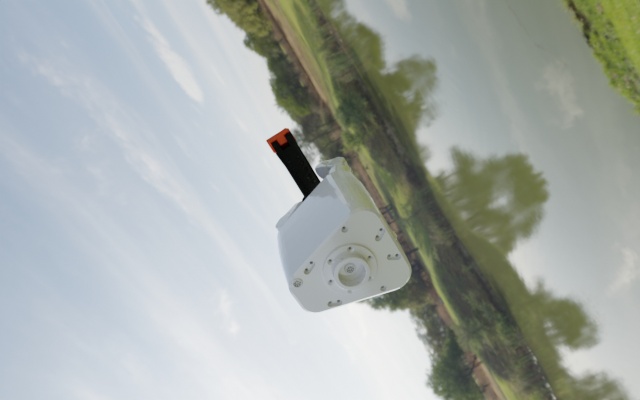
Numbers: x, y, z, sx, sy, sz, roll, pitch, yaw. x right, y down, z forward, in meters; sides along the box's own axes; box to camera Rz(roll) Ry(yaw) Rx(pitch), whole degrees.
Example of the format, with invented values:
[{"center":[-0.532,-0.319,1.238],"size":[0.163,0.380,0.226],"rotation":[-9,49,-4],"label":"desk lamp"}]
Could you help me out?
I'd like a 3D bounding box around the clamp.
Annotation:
[{"center":[-0.001,0.002,0.585],"size":[0.036,0.210,0.164],"rotation":[-33,21,0],"label":"clamp"}]
